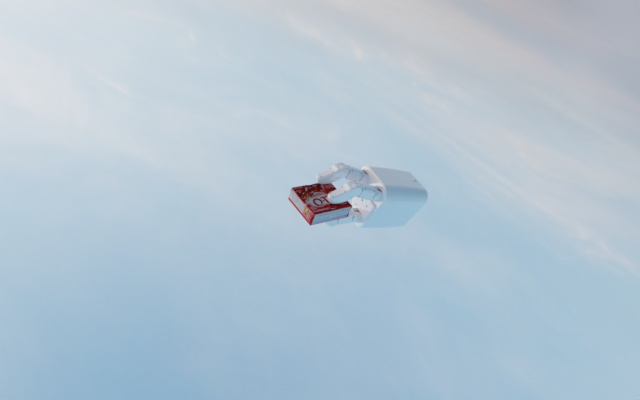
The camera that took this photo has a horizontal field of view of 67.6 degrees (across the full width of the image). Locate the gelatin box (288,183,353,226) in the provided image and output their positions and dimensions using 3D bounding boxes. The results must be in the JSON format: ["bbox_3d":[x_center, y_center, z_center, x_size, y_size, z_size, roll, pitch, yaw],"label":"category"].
[{"bbox_3d":[0.000,0.003,0.834,0.089,0.030,0.073,-12,47,-37],"label":"gelatin box"}]
